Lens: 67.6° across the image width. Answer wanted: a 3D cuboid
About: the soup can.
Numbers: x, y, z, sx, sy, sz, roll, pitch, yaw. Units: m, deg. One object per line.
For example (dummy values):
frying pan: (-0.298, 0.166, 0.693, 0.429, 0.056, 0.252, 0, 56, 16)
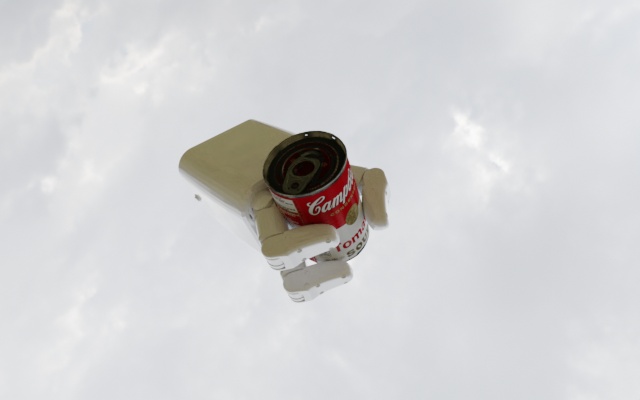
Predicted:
soup can: (0.001, 0.002, 0.404, 0.068, 0.068, 0.102, 0, -38, 19)
